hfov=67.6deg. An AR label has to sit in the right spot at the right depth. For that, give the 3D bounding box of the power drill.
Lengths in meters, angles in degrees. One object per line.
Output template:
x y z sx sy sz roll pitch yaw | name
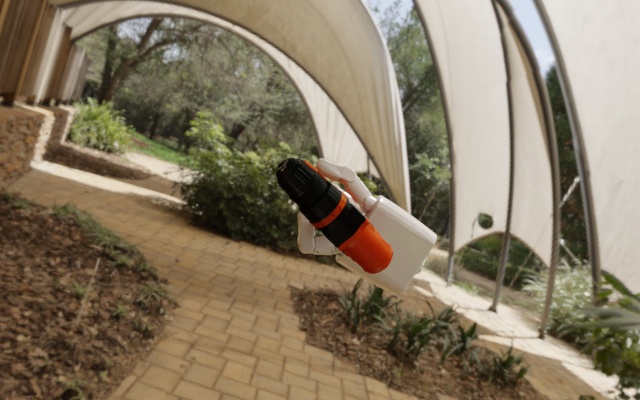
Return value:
0.000 0.002 0.625 0.184 0.057 0.187 47 2 -21 | power drill
